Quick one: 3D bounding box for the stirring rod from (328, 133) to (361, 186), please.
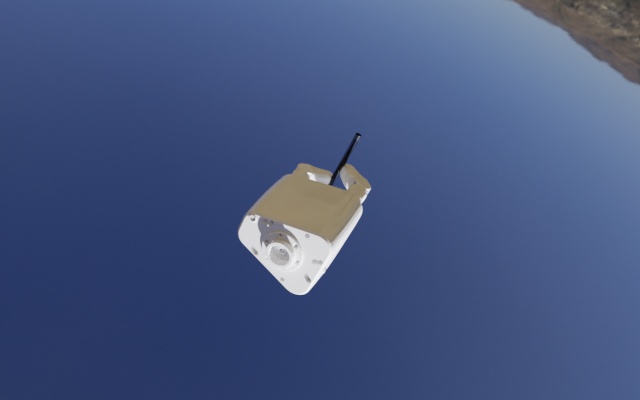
[{"bbox_3d":[0.000,0.002,0.689,0.011,0.240,0.011,20,34,-14],"label":"stirring rod"}]
